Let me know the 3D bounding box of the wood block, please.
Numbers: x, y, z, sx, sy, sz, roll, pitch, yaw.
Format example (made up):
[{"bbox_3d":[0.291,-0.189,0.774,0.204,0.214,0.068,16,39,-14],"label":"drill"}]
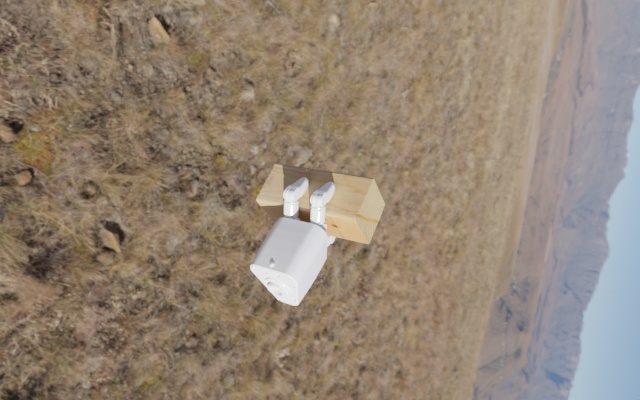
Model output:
[{"bbox_3d":[0.000,0.003,0.881,0.206,0.090,0.091,11,-27,28],"label":"wood block"}]
